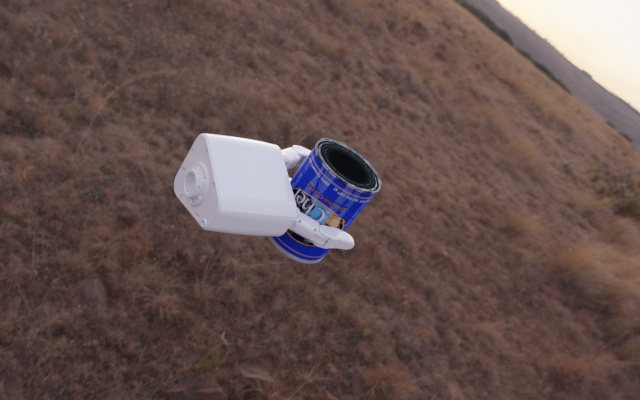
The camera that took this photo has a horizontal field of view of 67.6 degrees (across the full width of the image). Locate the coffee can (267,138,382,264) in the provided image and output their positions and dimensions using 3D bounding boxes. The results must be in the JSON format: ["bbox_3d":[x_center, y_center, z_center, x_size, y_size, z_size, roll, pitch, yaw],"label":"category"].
[{"bbox_3d":[0.000,0.002,0.647,0.103,0.102,0.140,0,-44,-48],"label":"coffee can"}]
